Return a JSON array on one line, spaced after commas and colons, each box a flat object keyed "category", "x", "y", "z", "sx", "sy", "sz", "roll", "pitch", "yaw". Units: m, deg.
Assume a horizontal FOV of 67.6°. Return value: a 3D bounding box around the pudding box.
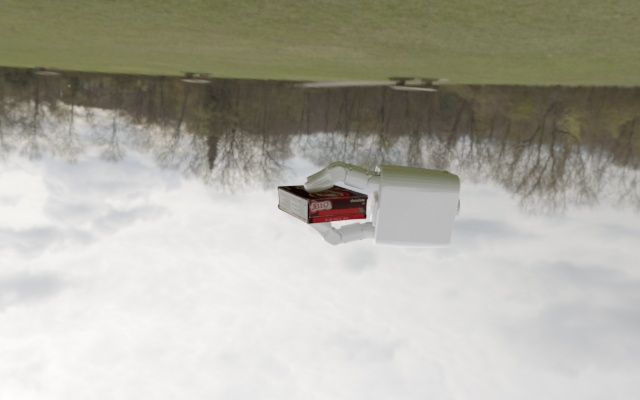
[{"category": "pudding box", "x": 0.000, "y": 0.002, "z": 0.669, "sx": 0.090, "sy": 0.039, "sz": 0.113, "roll": -3, "pitch": 9, "yaw": -26}]
